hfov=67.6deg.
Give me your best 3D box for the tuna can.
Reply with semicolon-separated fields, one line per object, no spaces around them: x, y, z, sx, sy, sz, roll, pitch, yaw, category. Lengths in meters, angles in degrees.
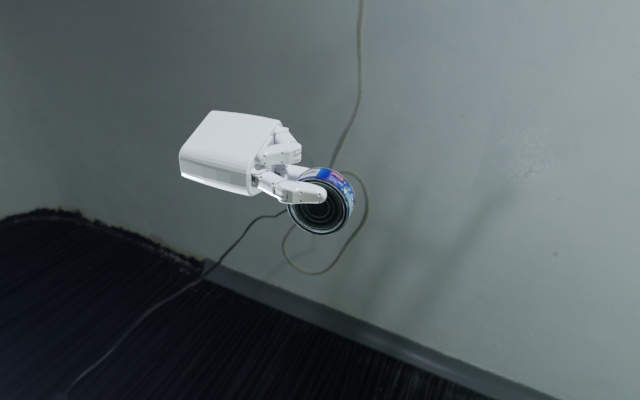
0.000;0.002;0.620;0.086;0.086;0.033;0;27;19;tuna can
